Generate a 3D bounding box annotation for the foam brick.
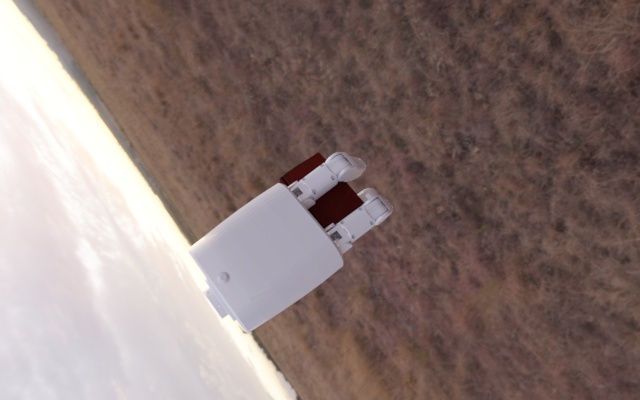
[{"bbox_3d":[0.000,0.001,0.488,0.051,0.078,0.053,-35,-18,-19],"label":"foam brick"}]
